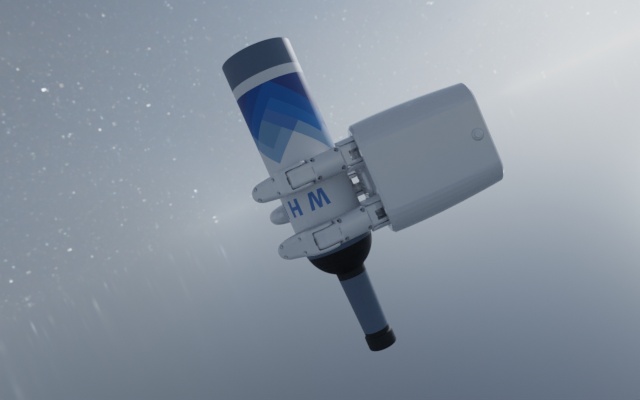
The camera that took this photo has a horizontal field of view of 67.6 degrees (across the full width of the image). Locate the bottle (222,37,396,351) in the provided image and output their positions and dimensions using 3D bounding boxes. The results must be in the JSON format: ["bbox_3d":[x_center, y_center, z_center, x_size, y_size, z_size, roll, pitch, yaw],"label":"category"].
[{"bbox_3d":[0.000,0.001,0.443,0.069,0.296,0.069,-24,3,1],"label":"bottle"}]
